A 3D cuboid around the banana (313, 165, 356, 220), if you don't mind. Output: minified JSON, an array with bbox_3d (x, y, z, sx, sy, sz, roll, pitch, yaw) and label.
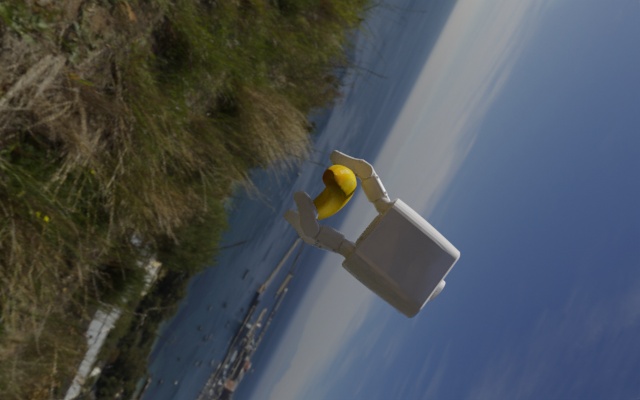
[{"bbox_3d":[0.014,-0.007,0.625,0.069,0.037,0.198,-34,-9,-23],"label":"banana"}]
